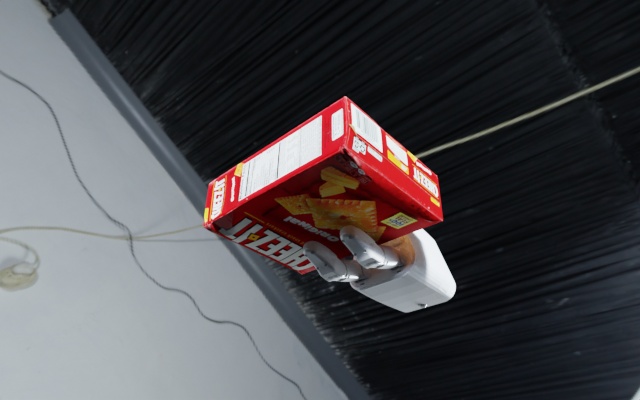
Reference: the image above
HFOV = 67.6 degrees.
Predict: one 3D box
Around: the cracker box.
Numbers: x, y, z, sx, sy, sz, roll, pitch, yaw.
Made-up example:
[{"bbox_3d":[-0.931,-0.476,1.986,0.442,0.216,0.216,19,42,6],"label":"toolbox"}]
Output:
[{"bbox_3d":[0.000,0.002,0.534,0.214,0.072,0.164,-27,-44,34],"label":"cracker box"}]
